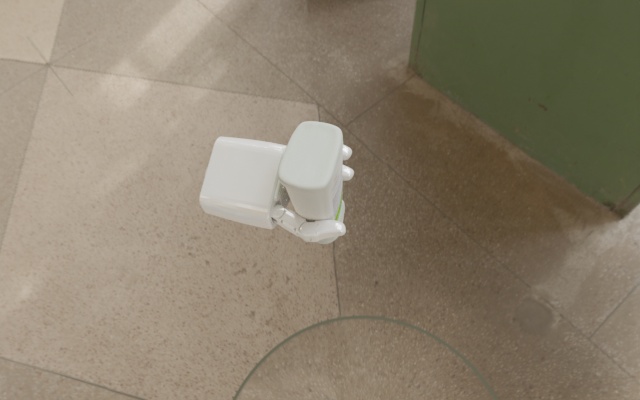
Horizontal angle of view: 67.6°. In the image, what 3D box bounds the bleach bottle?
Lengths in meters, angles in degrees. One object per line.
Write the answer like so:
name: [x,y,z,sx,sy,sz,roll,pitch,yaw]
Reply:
bleach bottle: [0.000,0.002,0.679,0.068,0.102,0.251,12,-27,12]
